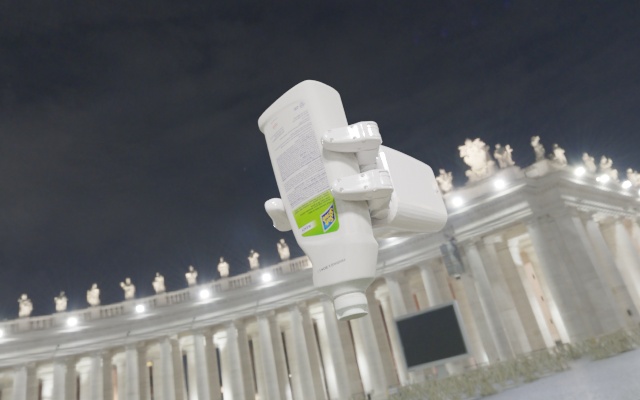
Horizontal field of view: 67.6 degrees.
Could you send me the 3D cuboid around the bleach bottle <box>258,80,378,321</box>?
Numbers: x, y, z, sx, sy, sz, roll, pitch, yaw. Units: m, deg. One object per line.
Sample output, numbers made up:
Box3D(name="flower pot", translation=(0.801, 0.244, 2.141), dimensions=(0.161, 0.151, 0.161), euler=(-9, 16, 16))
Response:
Box3D(name="bleach bottle", translation=(0.000, 0.002, 0.505), dimensions=(0.068, 0.250, 0.102), euler=(12, -34, -43))
